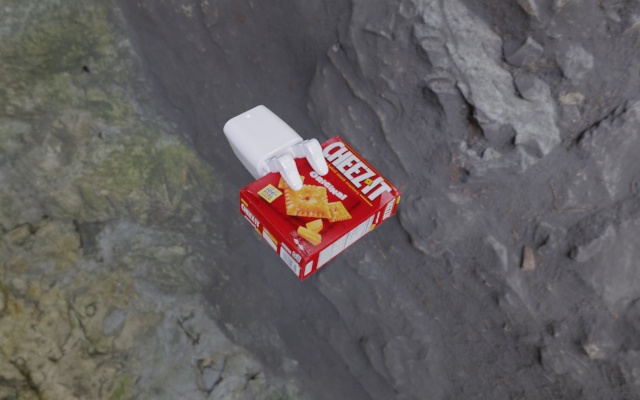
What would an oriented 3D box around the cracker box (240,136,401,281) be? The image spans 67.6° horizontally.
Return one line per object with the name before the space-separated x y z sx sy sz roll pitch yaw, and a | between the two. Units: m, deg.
cracker box | 0.000 0.003 0.786 0.213 0.164 0.072 -33 -25 -27
